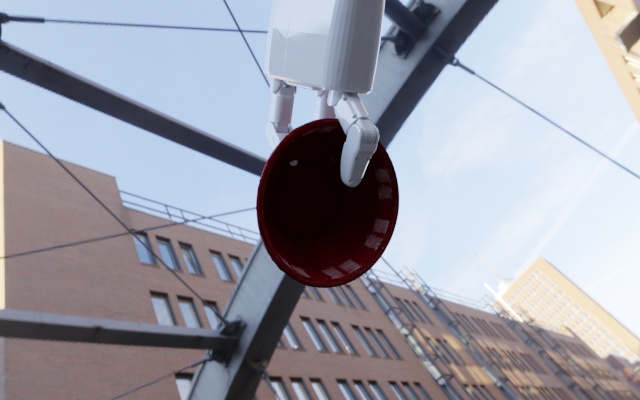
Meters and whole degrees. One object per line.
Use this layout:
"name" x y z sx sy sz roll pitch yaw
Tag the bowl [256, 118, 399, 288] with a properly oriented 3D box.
"bowl" 0.000 0.003 0.473 0.162 0.162 0.055 0 4 -32
